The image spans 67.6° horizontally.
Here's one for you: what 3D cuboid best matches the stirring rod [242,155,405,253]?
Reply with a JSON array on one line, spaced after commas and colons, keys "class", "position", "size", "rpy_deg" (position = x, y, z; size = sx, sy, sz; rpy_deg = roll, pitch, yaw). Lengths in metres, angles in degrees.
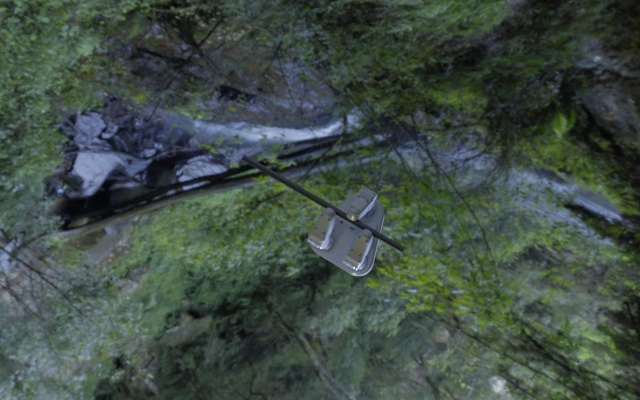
[{"class": "stirring rod", "position": [0.000, 0.002, 0.612], "size": [0.239, 0.011, 0.011], "rpy_deg": [30, 6, 11]}]
